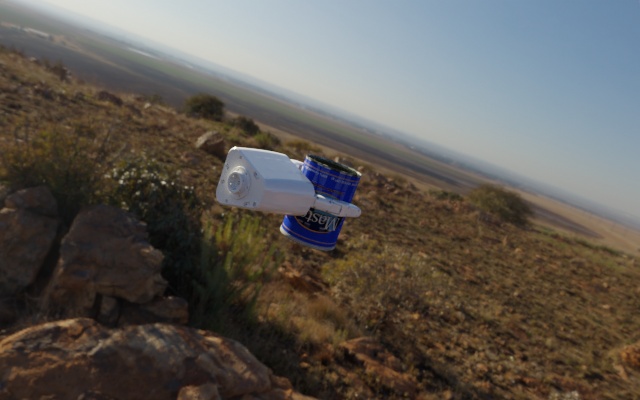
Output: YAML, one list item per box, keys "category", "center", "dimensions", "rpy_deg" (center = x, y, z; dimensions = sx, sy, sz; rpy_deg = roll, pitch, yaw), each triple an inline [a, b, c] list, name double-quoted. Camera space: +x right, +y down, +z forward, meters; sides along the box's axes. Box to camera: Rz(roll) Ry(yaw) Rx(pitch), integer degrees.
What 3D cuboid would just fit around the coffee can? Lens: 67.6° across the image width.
- category: "coffee can"
  center: [0.000, 0.003, 0.833]
  dimensions: [0.103, 0.140, 0.102]
  rpy_deg: [19, 11, -4]
